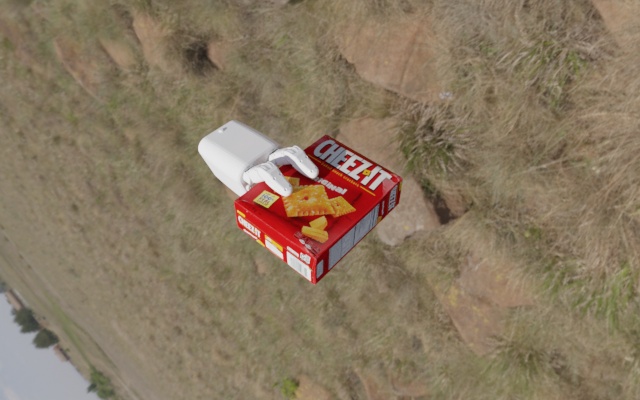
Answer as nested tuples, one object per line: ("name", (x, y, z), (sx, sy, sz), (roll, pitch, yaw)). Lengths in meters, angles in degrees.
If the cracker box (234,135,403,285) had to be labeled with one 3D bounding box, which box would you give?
("cracker box", (0.000, 0.003, 0.745), (0.164, 0.072, 0.213), (34, 55, 25))
